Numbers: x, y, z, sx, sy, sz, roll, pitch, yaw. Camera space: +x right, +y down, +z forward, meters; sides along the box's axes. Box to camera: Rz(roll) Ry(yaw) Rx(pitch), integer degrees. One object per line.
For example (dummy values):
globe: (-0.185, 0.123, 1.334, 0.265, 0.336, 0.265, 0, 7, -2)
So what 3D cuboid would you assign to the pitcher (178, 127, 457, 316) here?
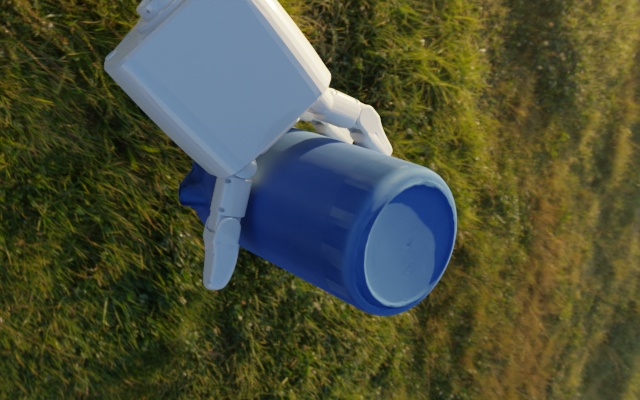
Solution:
pitcher: (0.000, 0.001, 0.420, 0.242, 0.149, 0.145, 21, -20, 51)
